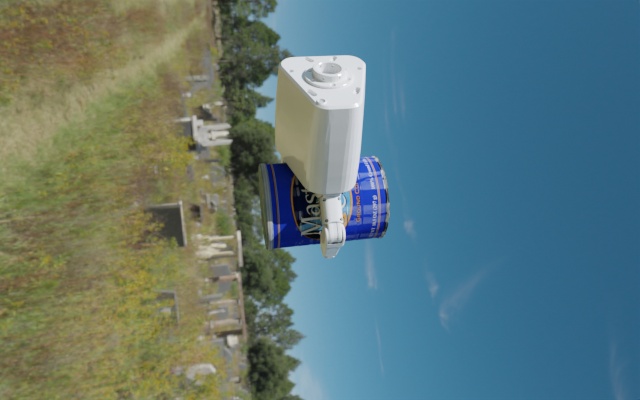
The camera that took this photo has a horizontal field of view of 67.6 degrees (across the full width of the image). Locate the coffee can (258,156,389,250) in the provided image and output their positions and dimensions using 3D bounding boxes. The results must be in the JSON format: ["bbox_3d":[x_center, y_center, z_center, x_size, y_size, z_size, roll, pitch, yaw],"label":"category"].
[{"bbox_3d":[0.000,0.002,0.576,0.140,0.103,0.103,-5,1,-10],"label":"coffee can"}]
